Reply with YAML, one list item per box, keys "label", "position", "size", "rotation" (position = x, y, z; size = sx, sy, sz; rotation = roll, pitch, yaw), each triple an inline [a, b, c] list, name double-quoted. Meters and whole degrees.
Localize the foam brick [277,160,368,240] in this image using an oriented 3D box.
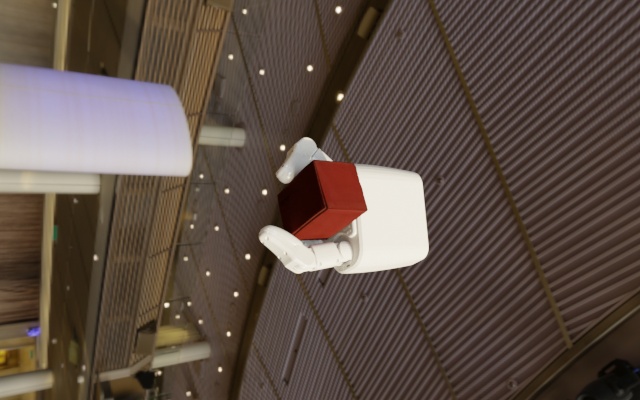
- label: "foam brick"
  position: [0.000, 0.002, 0.473]
  size: [0.051, 0.053, 0.078]
  rotation: [2, -27, -34]
